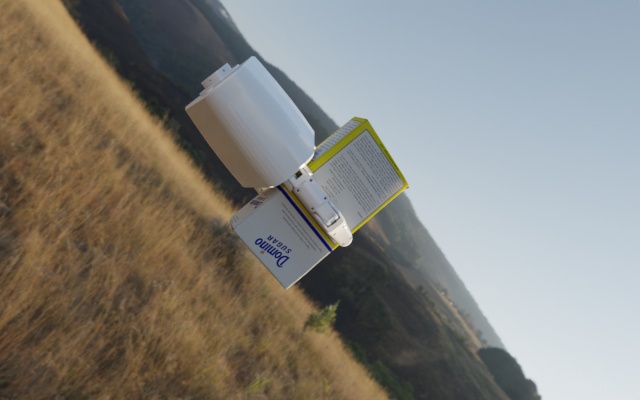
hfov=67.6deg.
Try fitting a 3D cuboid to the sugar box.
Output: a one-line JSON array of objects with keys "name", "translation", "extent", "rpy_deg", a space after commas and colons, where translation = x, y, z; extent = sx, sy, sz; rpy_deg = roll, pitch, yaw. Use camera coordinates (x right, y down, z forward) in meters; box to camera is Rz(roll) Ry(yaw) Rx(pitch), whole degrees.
[{"name": "sugar box", "translation": [0.000, 0.001, 0.509], "extent": [0.176, 0.093, 0.048], "rpy_deg": [-38, 22, -3]}]
